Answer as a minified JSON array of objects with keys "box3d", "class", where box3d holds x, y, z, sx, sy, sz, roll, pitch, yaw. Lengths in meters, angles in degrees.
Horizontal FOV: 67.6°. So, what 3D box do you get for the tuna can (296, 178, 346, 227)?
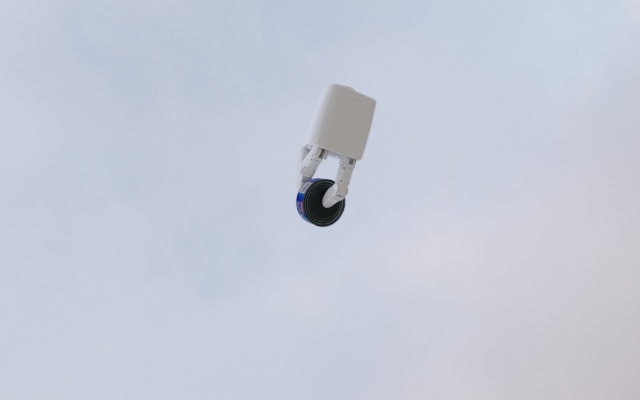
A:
[{"box3d":[0.000,0.003,0.849,0.086,0.086,0.033,0,7,-29],"class":"tuna can"}]
